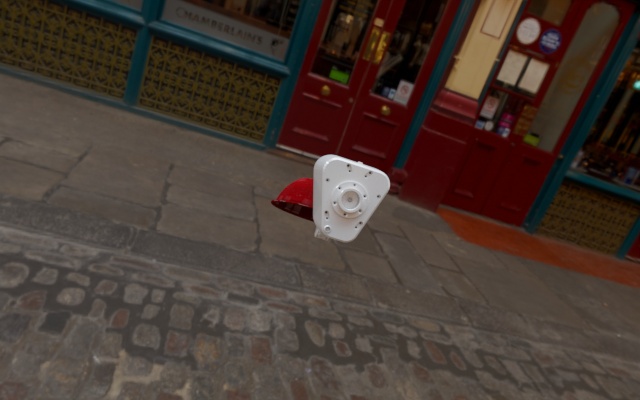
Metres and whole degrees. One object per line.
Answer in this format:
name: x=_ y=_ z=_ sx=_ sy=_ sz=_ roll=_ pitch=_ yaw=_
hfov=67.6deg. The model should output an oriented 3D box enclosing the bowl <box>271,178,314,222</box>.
bowl: x=0.000 y=0.002 z=0.816 sx=0.162 sy=0.055 sz=0.162 roll=16 pitch=-10 yaw=3
